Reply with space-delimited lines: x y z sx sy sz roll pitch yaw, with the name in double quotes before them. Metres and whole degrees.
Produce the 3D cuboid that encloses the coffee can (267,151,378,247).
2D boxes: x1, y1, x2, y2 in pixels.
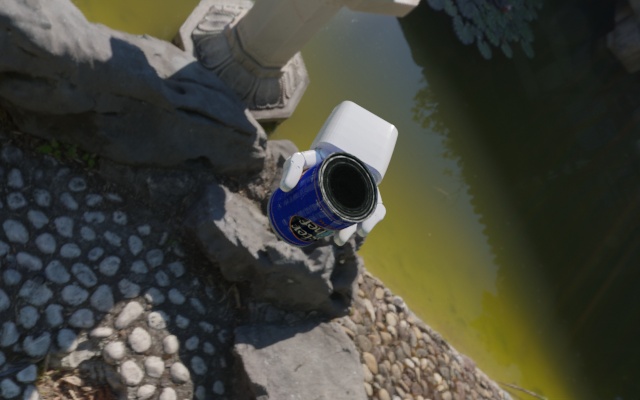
"coffee can" 0.000 0.002 0.698 0.103 0.102 0.140 0 -18 -37
